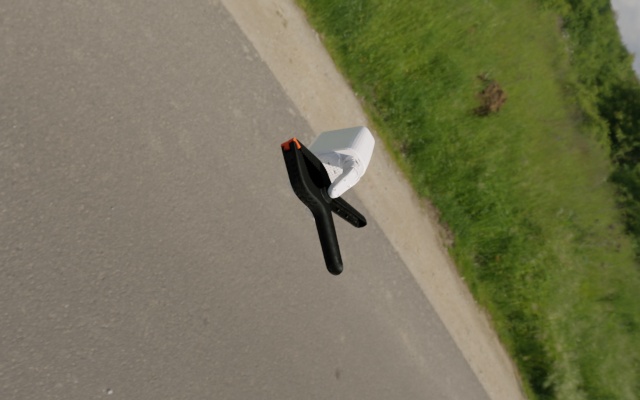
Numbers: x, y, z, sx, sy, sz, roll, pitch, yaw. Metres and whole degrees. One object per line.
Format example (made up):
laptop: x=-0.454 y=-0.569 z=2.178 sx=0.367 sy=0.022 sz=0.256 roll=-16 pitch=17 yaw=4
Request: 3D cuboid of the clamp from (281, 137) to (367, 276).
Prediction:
clamp: x=0.001 y=0.002 z=0.740 sx=0.036 sy=0.210 sz=0.164 roll=-24 pitch=22 yaw=28
